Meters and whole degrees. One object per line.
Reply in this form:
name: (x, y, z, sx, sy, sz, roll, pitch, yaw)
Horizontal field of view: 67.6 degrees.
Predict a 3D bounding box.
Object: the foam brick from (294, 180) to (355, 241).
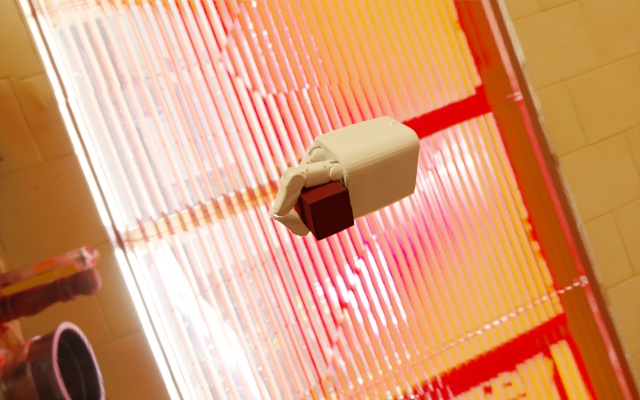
foam brick: (0.000, 0.002, 0.577, 0.051, 0.053, 0.078, -21, 32, -14)
